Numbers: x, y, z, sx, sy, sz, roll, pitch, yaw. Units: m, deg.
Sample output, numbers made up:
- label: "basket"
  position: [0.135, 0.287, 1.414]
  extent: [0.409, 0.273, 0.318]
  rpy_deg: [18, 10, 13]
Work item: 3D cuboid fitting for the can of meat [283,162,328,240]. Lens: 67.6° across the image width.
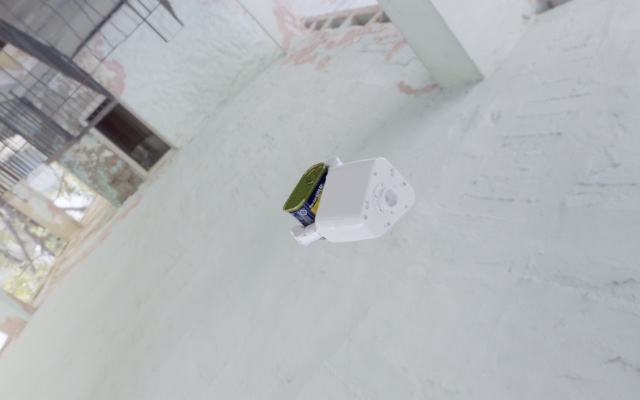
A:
- label: "can of meat"
  position: [0.000, 0.003, 0.792]
  extent: [0.084, 0.102, 0.057]
  rpy_deg: [43, -32, -22]
